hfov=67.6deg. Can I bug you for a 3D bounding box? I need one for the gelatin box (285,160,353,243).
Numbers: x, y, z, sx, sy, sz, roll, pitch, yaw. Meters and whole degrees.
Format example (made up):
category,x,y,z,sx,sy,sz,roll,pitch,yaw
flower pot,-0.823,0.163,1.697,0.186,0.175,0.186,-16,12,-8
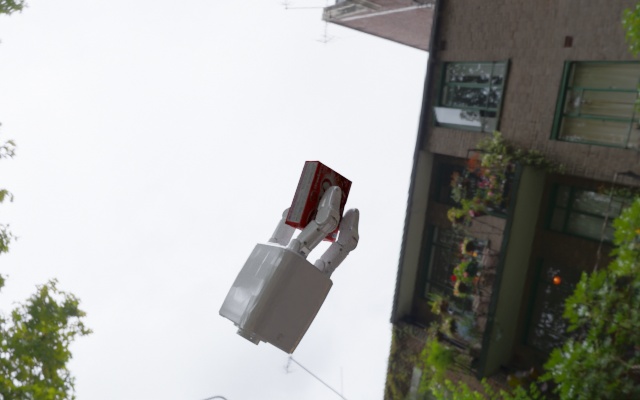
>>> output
category,x,y,z,sx,sy,sz,roll,pitch,yaw
gelatin box,0.000,0.002,0.619,0.030,0.089,0.073,6,-15,44
